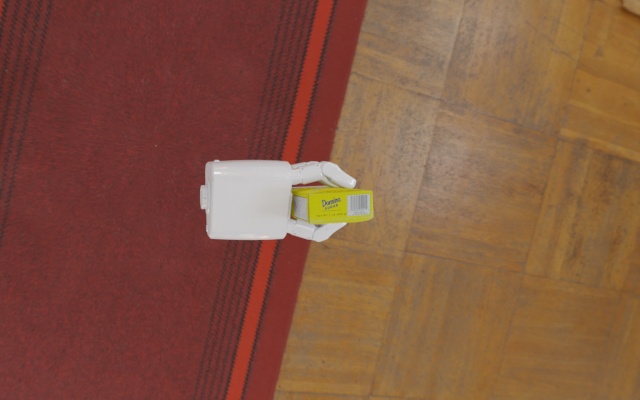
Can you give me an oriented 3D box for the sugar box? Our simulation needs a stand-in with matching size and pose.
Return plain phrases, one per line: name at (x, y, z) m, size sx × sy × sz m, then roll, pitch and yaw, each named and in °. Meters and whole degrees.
sugar box at (0.000, 0.002, 0.705) m, size 0.093 × 0.048 × 0.176 m, roll -3°, pitch 7°, yaw -19°
